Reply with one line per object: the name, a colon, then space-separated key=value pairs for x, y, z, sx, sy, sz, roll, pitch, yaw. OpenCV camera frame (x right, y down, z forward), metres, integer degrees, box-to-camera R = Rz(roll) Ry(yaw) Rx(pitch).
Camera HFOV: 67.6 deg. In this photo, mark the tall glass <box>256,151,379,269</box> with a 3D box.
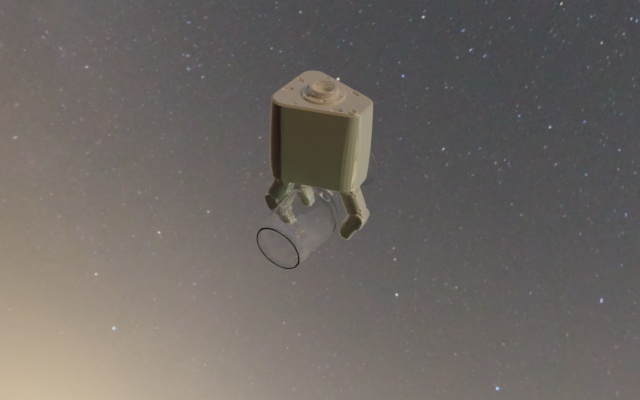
tall glass: x=0.000 y=0.002 z=0.626 sx=0.079 sy=0.079 sz=0.201 roll=0 pitch=34 yaw=38
